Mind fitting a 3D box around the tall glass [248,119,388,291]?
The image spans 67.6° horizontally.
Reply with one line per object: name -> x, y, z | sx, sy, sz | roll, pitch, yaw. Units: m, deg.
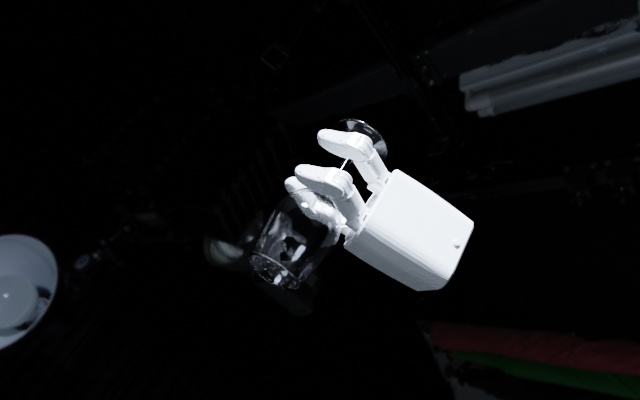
tall glass -> 0.000, 0.001, 0.530 | 0.079, 0.201, 0.079 | 25, -31, 16
